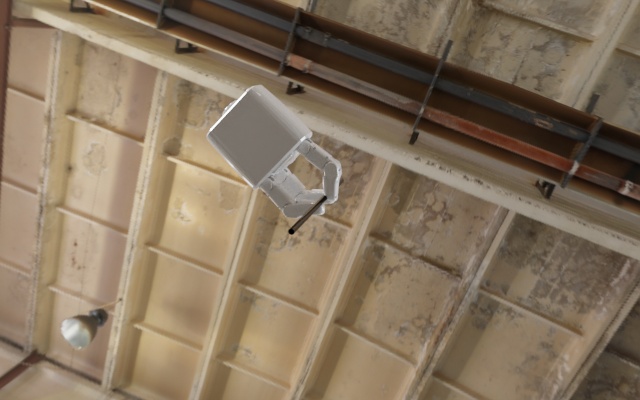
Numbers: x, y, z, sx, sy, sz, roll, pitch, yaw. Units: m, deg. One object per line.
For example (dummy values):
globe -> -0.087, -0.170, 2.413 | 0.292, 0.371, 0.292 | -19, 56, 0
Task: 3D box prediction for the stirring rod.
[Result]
stirring rod -> 0.000, 0.002, 0.674 | 0.011, 0.011, 0.239 | 0, 17, 18
